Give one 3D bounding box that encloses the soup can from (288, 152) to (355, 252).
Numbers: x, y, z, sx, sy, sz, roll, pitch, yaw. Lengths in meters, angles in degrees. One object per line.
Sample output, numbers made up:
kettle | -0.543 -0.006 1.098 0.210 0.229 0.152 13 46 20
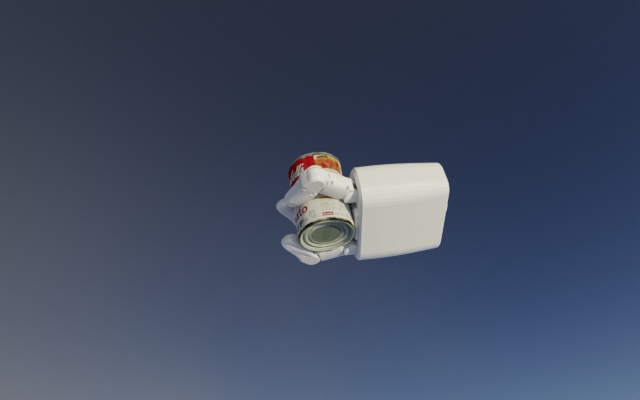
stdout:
soup can | 0.000 0.002 0.575 0.068 0.102 0.069 -7 -37 -5
